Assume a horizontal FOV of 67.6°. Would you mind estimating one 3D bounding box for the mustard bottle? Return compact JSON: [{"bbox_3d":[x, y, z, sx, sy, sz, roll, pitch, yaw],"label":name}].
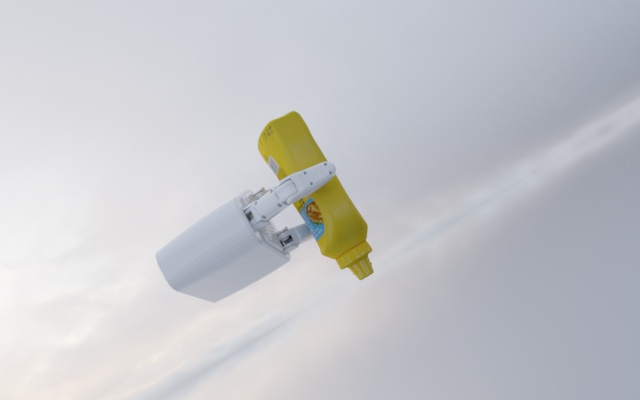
[{"bbox_3d":[0.000,0.001,0.527,0.058,0.191,0.096,-28,-11,-18],"label":"mustard bottle"}]
